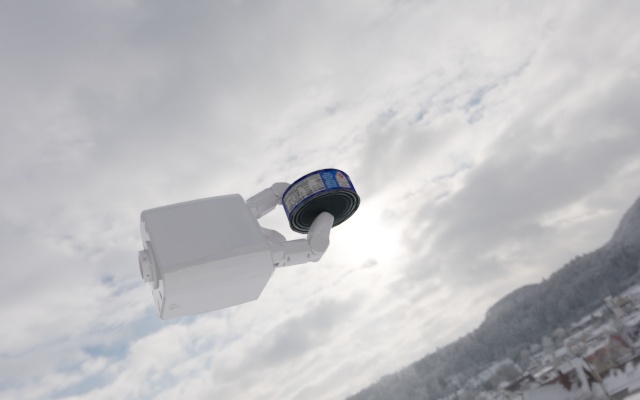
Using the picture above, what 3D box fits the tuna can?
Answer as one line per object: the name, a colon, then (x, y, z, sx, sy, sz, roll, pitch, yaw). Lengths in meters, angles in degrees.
tuna can: (0.000, 0.001, 0.544, 0.086, 0.033, 0.086, -17, -30, -10)
